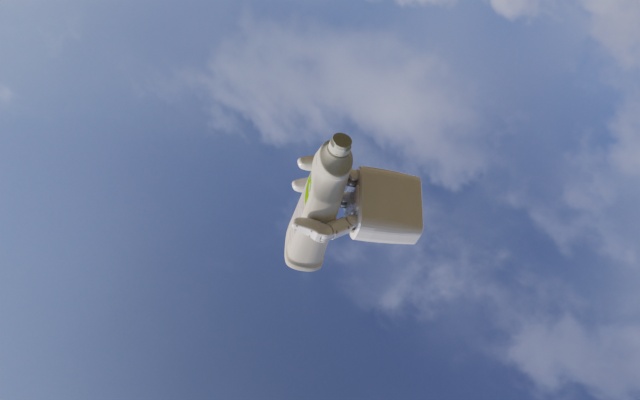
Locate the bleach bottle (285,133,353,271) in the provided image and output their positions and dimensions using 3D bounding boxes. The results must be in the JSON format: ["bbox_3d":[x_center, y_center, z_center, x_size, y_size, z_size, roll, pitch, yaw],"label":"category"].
[{"bbox_3d":[0.000,0.002,0.738,0.068,0.102,0.251,9,-41,-11],"label":"bleach bottle"}]
